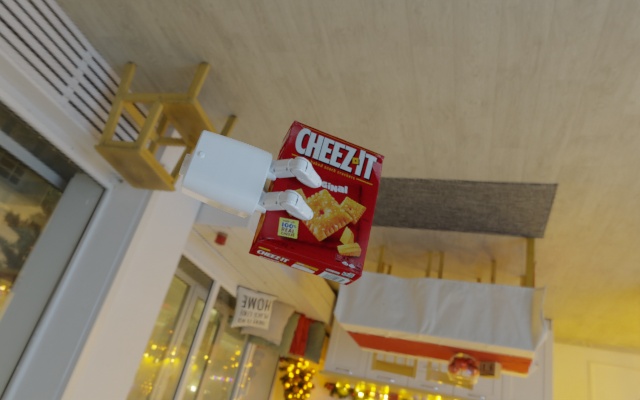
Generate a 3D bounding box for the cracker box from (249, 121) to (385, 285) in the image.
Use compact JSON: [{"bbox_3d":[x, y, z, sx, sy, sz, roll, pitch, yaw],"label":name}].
[{"bbox_3d":[0.000,0.003,0.739,0.164,0.213,0.072,20,-27,-12],"label":"cracker box"}]
